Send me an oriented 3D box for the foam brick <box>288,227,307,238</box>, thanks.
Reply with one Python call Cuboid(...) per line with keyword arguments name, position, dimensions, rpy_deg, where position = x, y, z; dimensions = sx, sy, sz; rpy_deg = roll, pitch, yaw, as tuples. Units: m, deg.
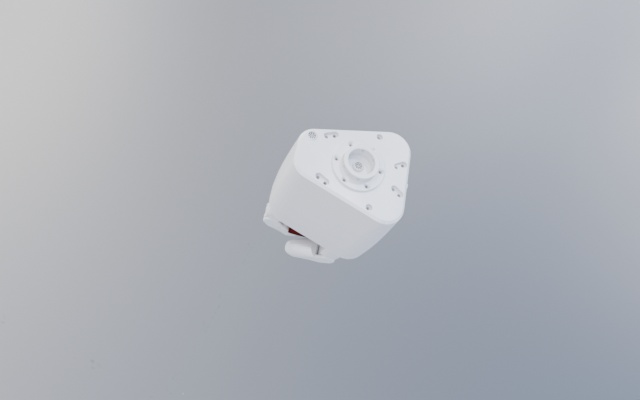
Cuboid(name="foam brick", position=(0.000, 0.002, 0.548), dimensions=(0.053, 0.078, 0.051), rpy_deg=(16, -25, -11))
